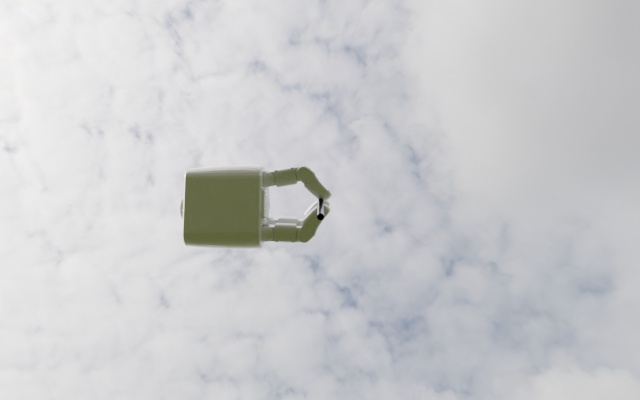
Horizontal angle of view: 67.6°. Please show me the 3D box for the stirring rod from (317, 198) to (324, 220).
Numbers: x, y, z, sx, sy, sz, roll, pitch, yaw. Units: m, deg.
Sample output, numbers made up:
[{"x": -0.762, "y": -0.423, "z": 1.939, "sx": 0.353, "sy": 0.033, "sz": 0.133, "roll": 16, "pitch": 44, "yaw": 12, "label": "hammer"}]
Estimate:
[{"x": 0.000, "y": 0.002, "z": 0.649, "sx": 0.011, "sy": 0.011, "sz": 0.239, "roll": 0, "pitch": 8, "yaw": 0, "label": "stirring rod"}]
